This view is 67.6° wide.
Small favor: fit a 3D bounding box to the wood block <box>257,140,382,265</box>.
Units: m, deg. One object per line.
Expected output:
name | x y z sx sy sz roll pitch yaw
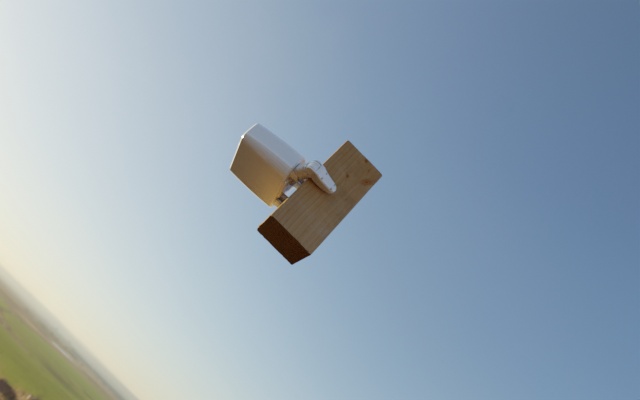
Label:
wood block | 0.000 0.002 0.823 0.206 0.090 0.091 -46 4 -29
